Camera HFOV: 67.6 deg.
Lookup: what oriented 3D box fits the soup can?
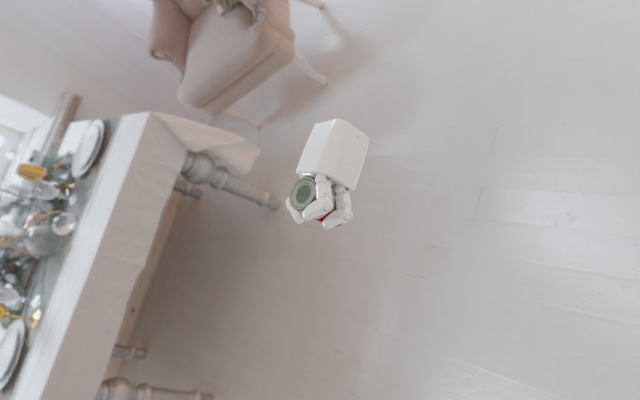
[{"bbox_3d":[0.000,0.003,0.892,0.068,0.068,0.102,0,-19,43],"label":"soup can"}]
